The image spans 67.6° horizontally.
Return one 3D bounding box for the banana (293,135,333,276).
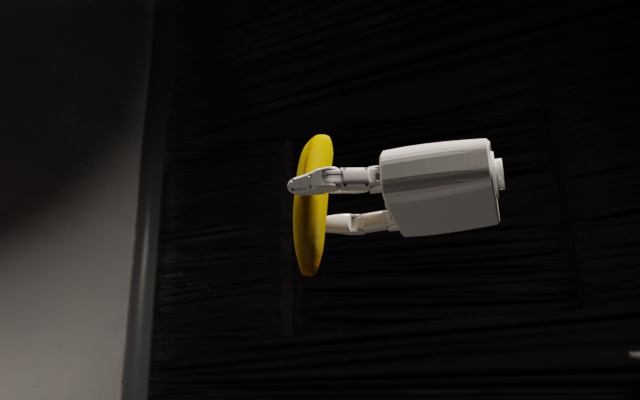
[{"bbox_3d":[-0.005,-0.012,0.550,0.037,0.197,0.070,-6,-41,17],"label":"banana"}]
